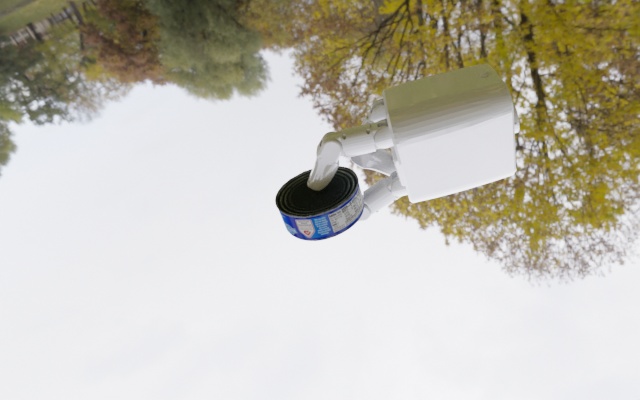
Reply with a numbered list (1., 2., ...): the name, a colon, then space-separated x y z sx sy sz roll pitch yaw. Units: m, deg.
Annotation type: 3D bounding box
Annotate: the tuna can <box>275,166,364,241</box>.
1. tuna can: 0.000 0.002 0.481 0.086 0.034 0.086 -13 33 9
